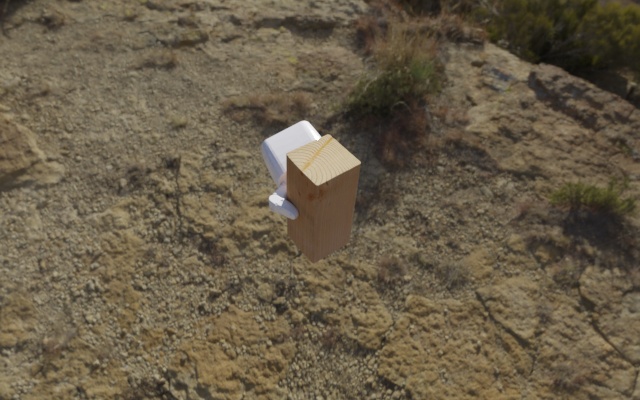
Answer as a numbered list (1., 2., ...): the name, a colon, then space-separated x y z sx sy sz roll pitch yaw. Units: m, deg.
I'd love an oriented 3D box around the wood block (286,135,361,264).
1. wood block: 0.000 0.003 0.834 0.091 0.206 0.090 -27 55 -25
